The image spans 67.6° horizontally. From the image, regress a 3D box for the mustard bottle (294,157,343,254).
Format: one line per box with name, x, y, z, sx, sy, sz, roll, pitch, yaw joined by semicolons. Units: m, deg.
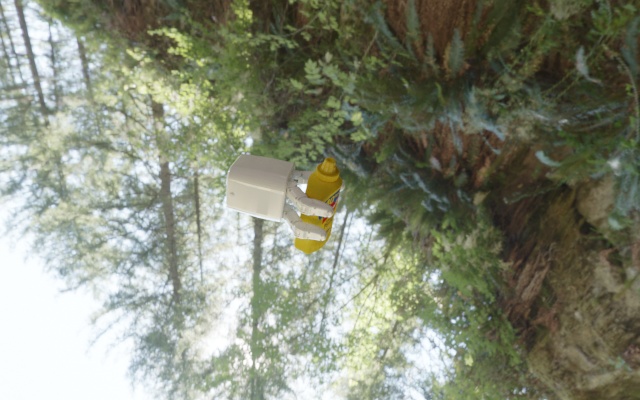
mustard bottle;0.000;0.003;0.872;0.058;0.192;0.096;28;42;18
